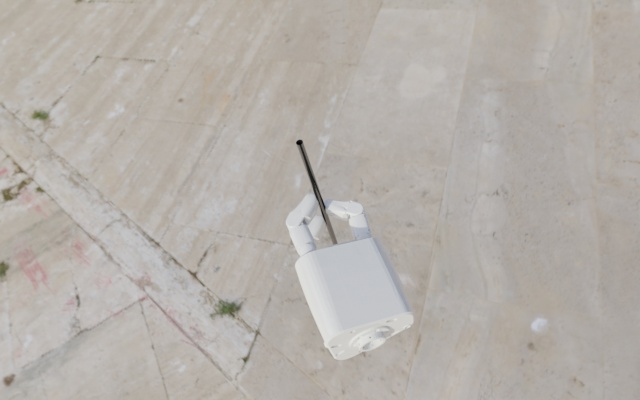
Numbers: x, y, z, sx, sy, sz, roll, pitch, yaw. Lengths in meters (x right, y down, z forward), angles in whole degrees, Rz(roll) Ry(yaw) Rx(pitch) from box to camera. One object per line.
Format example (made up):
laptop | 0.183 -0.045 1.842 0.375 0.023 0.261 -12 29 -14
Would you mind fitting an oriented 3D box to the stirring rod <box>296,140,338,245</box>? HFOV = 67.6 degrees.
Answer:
stirring rod | 0.000 0.002 0.623 0.011 0.011 0.240 0 -33 13
